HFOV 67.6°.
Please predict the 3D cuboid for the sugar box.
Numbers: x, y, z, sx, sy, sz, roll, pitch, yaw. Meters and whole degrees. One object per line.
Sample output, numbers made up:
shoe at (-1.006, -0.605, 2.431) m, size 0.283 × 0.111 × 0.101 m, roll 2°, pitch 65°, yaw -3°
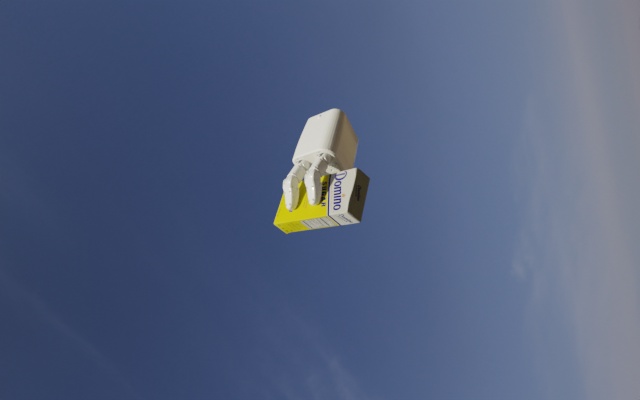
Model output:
sugar box at (0.000, 0.002, 0.863) m, size 0.176 × 0.093 × 0.048 m, roll -14°, pitch -39°, yaw 41°
